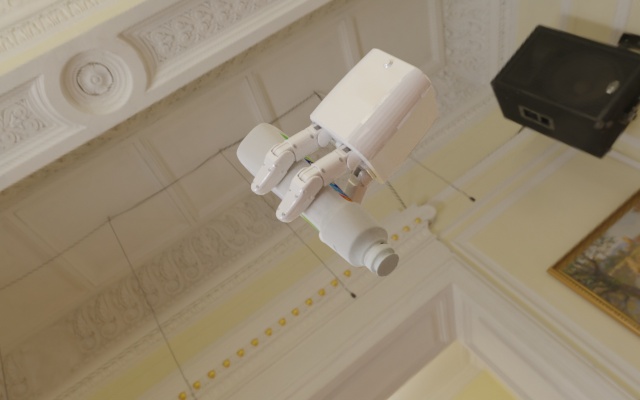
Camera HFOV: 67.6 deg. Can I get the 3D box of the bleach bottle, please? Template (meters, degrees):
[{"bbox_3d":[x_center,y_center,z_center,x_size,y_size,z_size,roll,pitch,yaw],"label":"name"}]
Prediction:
[{"bbox_3d":[0.000,0.002,0.548,0.250,0.068,0.103,43,3,41],"label":"bleach bottle"}]
